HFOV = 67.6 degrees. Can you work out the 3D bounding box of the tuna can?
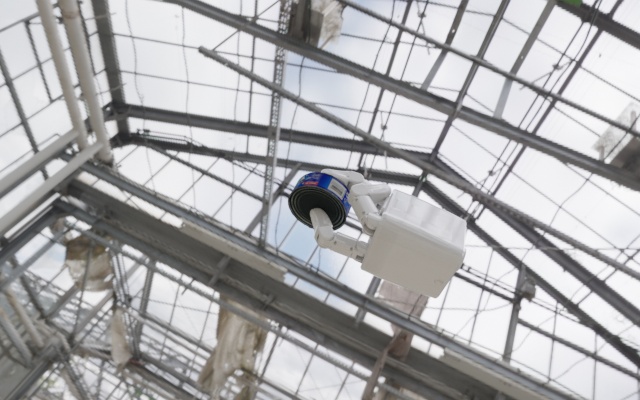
[{"bbox_3d":[0.000,0.002,0.666,0.086,0.086,0.033,0,42,26],"label":"tuna can"}]
